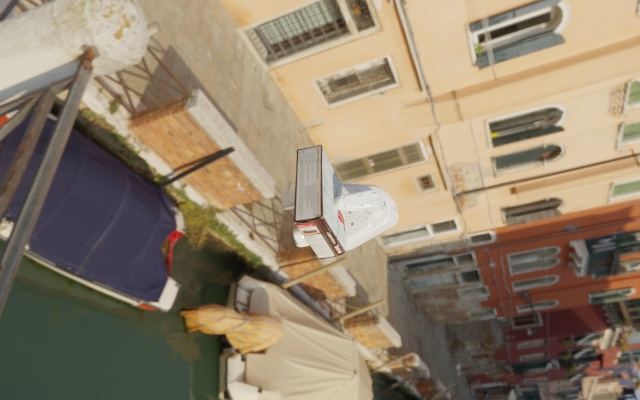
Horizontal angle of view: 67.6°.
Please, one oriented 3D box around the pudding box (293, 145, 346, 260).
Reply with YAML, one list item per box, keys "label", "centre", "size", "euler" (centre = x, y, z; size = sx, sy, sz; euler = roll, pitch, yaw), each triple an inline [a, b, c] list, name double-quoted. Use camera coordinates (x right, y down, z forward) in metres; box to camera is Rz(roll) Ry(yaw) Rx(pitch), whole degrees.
- label: "pudding box"
  centre: [0.000, 0.002, 0.590]
  size: [0.039, 0.113, 0.090]
  euler: [-14, -38, 15]
